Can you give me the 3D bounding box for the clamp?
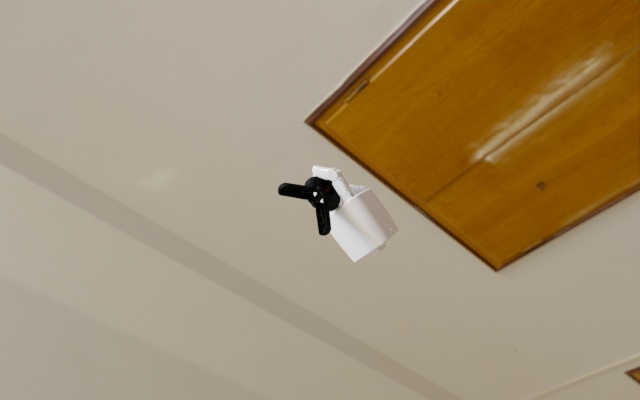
[{"bbox_3d":[0.000,0.003,0.898,0.039,0.120,0.171,-40,-8,30],"label":"clamp"}]
